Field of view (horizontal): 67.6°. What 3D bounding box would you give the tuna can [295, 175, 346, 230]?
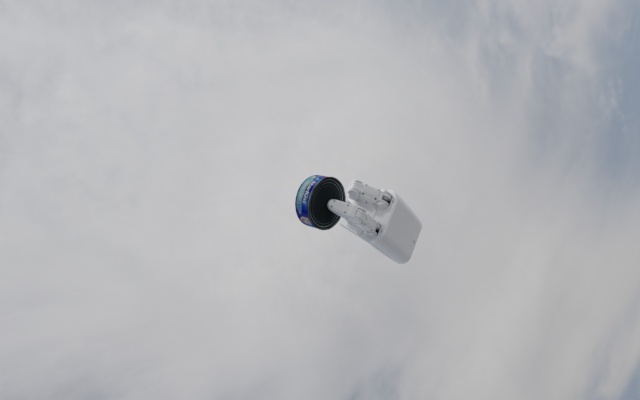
[{"bbox_3d":[0.000,0.002,0.759,0.033,0.086,0.086,13,8,42],"label":"tuna can"}]
